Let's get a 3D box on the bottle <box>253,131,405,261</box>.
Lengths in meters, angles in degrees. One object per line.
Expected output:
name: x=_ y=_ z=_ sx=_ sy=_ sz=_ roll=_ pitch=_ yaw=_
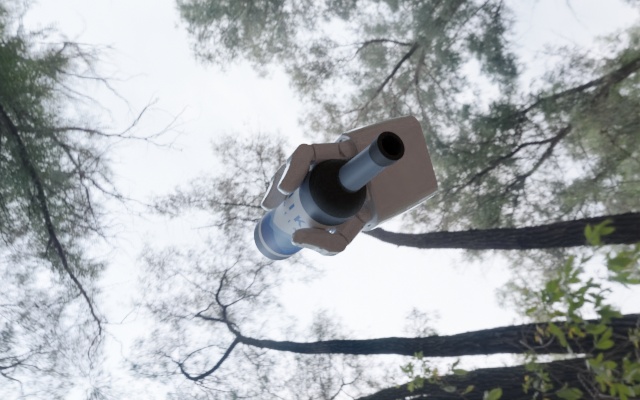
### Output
bottle: x=0.000 y=0.002 z=0.530 sx=0.069 sy=0.069 sz=0.296 roll=0 pitch=-19 yaw=-26
